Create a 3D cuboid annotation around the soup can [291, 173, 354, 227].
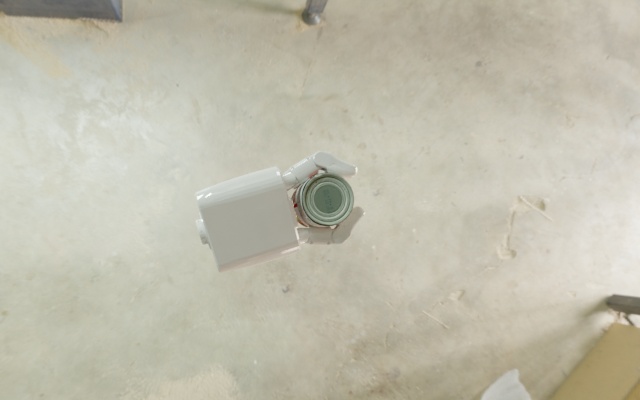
[{"bbox_3d":[0.001,0.002,0.628,0.068,0.068,0.102,0,-5,-11],"label":"soup can"}]
